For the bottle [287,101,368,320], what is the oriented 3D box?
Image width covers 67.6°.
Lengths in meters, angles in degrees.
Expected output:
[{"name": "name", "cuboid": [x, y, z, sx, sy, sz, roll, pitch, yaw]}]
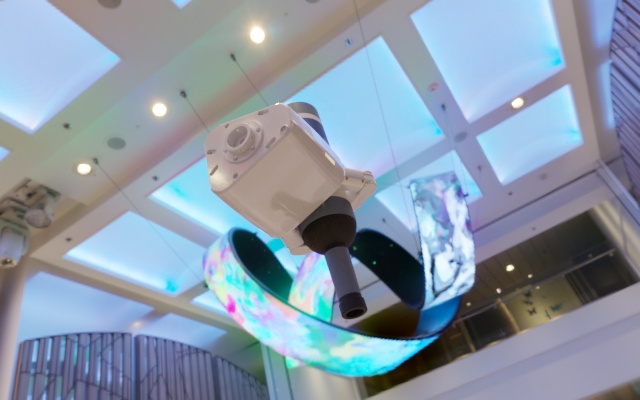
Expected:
[{"name": "bottle", "cuboid": [0.000, 0.002, 0.571, 0.069, 0.295, 0.069, -11, -37, -8]}]
